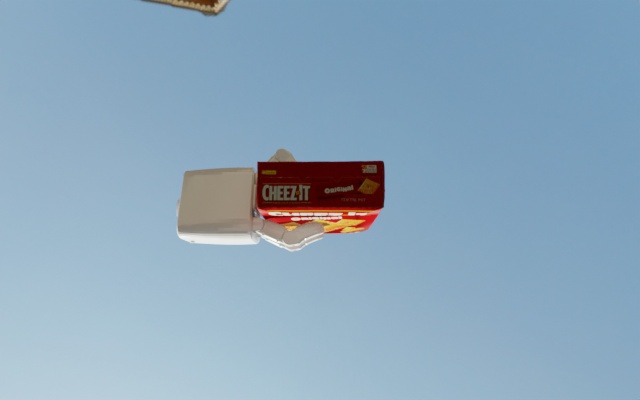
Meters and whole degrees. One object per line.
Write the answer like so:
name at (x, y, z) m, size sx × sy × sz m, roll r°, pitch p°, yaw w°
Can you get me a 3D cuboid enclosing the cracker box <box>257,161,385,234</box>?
cracker box at (0.000, 0.002, 0.703) m, size 0.164 × 0.072 × 0.214 m, roll -1°, pitch -11°, yaw 0°
